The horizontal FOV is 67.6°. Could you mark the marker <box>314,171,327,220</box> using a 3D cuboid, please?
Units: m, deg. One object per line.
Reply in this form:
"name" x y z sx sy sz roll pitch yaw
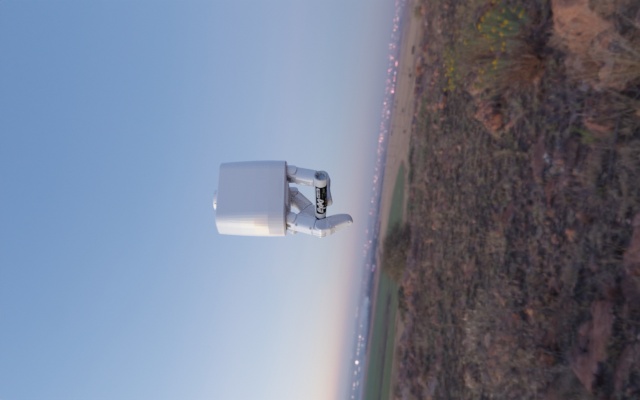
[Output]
"marker" 0.000 0.002 0.698 0.020 0.020 0.121 0 -37 0
